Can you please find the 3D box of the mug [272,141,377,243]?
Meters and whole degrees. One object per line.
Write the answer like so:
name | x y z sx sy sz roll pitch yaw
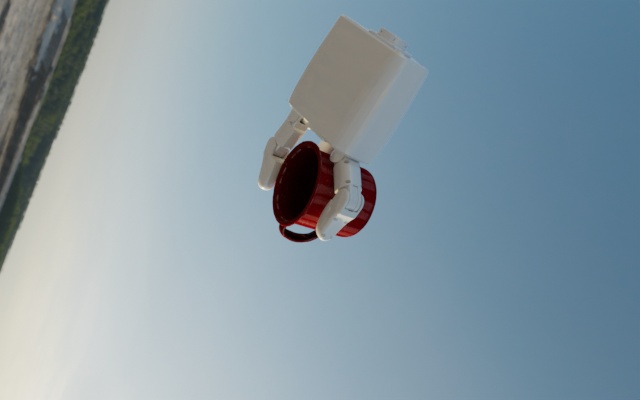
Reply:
mug | 0.000 0.003 0.521 0.081 0.117 0.093 18 27 -31
